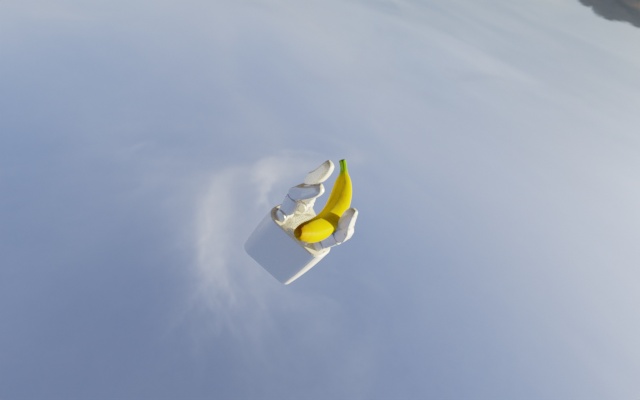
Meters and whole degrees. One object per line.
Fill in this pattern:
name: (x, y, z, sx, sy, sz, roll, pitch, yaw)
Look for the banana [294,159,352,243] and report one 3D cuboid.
banana: (0.011, 0.015, 0.753, 0.037, 0.070, 0.197, -17, 28, 34)
